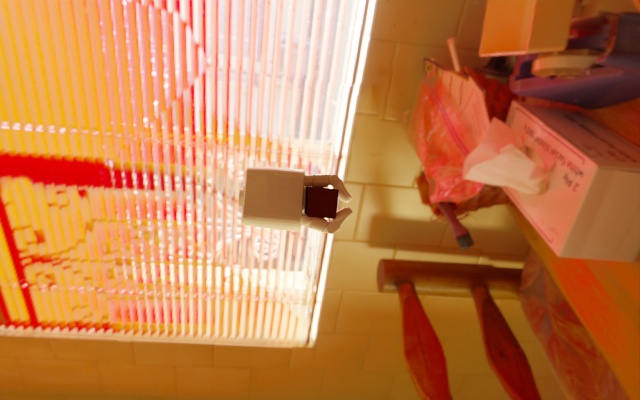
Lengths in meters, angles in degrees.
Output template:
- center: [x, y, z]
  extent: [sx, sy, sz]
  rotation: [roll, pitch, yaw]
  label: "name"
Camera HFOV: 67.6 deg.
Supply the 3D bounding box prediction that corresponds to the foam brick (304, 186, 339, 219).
- center: [0.000, 0.003, 0.855]
  extent: [0.051, 0.053, 0.078]
  rotation: [5, 2, -7]
  label: "foam brick"
